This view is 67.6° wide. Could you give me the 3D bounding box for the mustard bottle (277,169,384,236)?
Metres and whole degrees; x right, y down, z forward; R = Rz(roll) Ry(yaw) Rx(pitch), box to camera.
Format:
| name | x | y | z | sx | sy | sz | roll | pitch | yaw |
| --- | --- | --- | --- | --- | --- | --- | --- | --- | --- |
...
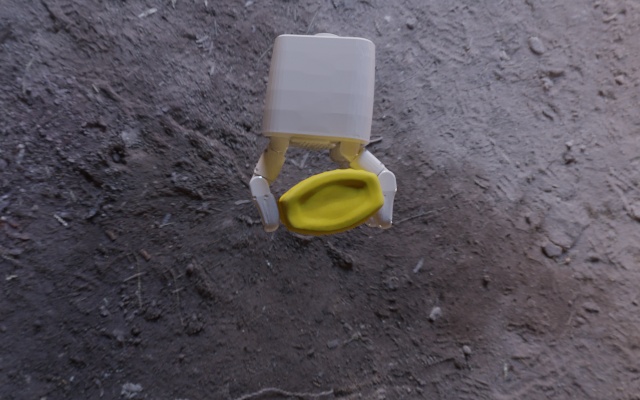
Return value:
| name | x | y | z | sx | sy | sz | roll | pitch | yaw |
| --- | --- | --- | --- | --- | --- | --- | --- | --- | --- |
| mustard bottle | 0.000 | 0.002 | 0.527 | 0.096 | 0.058 | 0.191 | -17 | 2 | -7 |
